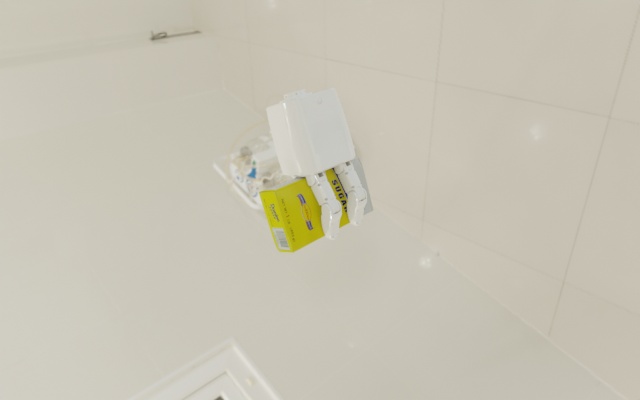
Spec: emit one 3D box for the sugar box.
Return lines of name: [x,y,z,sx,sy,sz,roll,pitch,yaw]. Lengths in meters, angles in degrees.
sugar box: [0.000,0.002,0.712,0.176,0.093,0.048,-25,15,-36]
